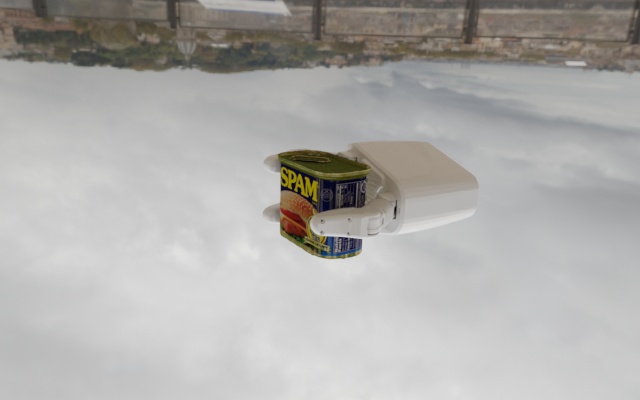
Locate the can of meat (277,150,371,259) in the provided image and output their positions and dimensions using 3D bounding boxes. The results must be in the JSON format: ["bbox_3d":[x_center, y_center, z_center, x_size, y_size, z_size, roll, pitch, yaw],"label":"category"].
[{"bbox_3d":[0.000,0.002,0.464,0.057,0.084,0.102,-9,20,-32],"label":"can of meat"}]
